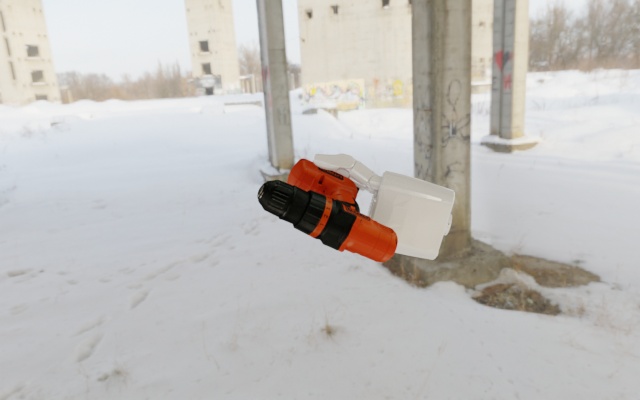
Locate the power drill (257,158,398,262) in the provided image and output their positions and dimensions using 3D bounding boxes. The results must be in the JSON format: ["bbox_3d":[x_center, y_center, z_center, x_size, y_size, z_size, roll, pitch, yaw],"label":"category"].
[{"bbox_3d":[0.000,0.002,0.637,0.184,0.057,0.187,26,16,-17],"label":"power drill"}]
